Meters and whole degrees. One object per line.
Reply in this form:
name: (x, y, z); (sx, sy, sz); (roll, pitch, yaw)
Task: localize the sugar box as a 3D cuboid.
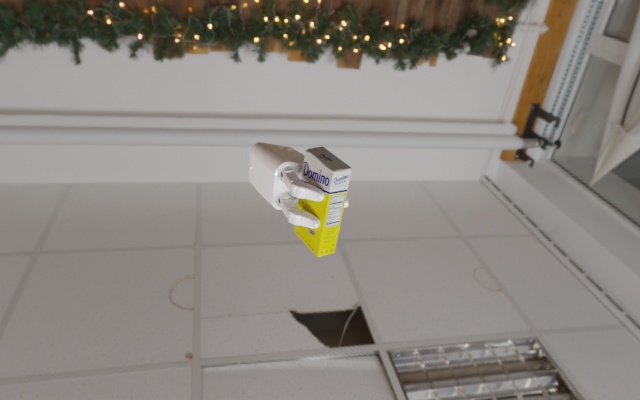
sugar box: (0.000, 0.003, 0.853); (0.048, 0.176, 0.093); (-13, 36, -31)
